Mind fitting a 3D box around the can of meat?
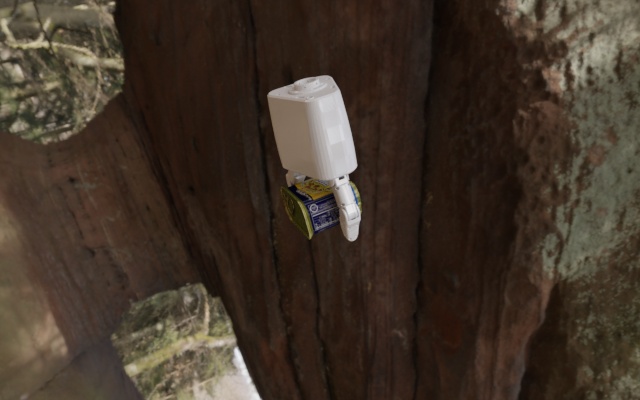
[{"bbox_3d":[0.000,0.002,0.679,0.084,0.057,0.102,-22,25,-15],"label":"can of meat"}]
